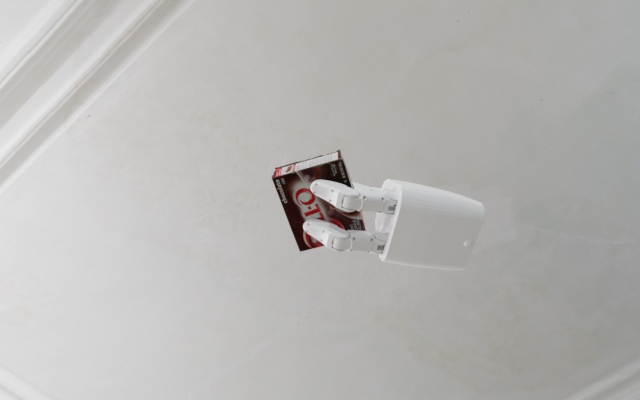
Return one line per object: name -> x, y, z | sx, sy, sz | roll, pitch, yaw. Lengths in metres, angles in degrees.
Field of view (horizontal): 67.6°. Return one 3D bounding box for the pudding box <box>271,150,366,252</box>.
pudding box -> 0.000, 0.002, 0.599 | 0.090, 0.113, 0.039 | -15, 23, 8
